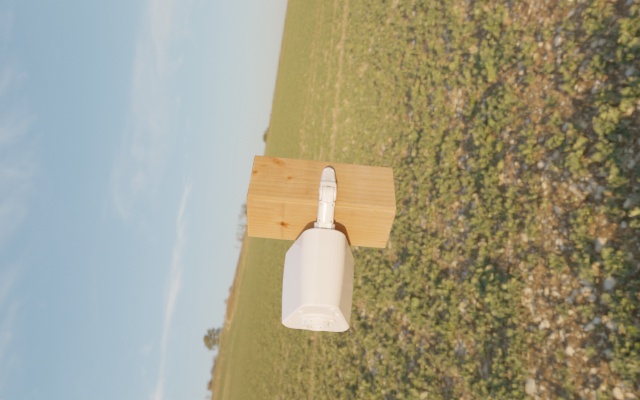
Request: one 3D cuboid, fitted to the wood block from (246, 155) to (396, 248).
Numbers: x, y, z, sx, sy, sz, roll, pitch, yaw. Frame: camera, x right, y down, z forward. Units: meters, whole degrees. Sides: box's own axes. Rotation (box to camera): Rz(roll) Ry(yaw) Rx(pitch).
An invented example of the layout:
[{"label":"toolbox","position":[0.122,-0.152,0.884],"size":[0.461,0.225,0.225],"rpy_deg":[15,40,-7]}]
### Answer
[{"label":"wood block","position":[0.000,0.002,0.709],"size":[0.206,0.090,0.091],"rpy_deg":[5,-43,-2]}]
